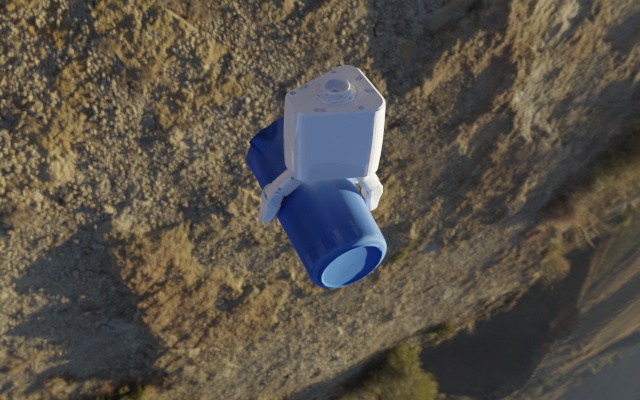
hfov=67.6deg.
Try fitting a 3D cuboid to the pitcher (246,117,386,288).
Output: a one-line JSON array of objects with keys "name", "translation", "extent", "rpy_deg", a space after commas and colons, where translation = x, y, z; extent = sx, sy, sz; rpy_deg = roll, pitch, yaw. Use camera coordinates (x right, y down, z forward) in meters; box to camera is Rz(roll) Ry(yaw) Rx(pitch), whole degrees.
[{"name": "pitcher", "translation": [0.000, 0.002, 0.690], "extent": [0.149, 0.242, 0.145], "rpy_deg": [-16, -37, -17]}]
